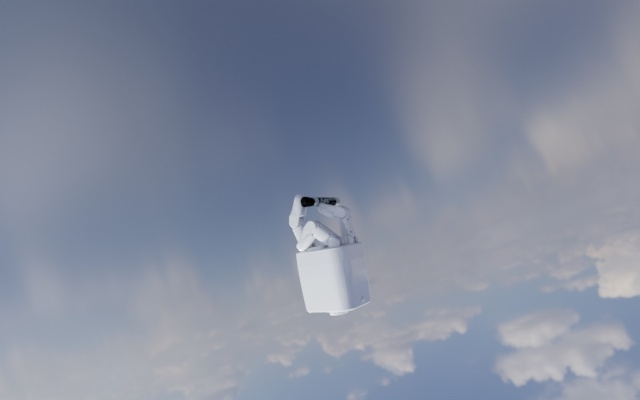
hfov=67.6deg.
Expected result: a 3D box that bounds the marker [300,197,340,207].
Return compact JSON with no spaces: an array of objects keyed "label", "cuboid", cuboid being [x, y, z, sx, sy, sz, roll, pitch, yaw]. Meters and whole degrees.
[{"label":"marker","cuboid":[0.000,0.003,0.877,0.020,0.020,0.121,0,0,30]}]
